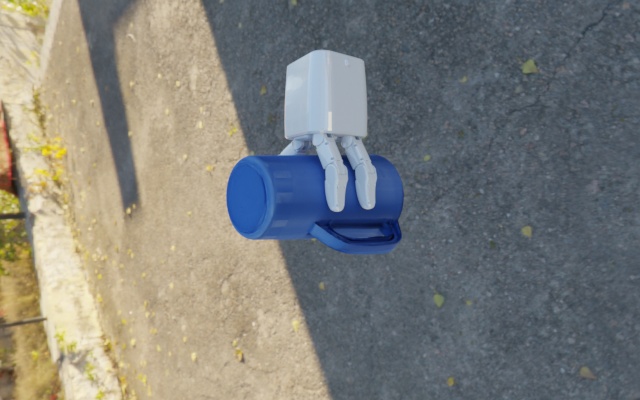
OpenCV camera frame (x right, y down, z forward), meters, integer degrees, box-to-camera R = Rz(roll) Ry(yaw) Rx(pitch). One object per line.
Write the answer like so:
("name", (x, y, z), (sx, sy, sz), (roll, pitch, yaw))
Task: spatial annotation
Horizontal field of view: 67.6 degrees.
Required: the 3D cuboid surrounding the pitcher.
("pitcher", (0.000, 0.002, 0.674), (0.243, 0.145, 0.149), (-1, 2, -42))
